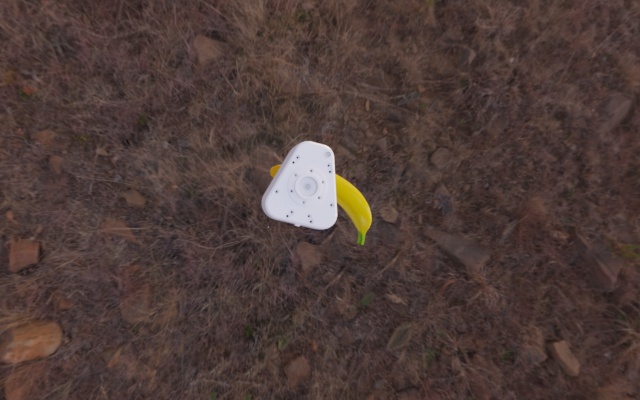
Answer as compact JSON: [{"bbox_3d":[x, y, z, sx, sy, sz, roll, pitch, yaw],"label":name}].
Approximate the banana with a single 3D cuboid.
[{"bbox_3d":[0.014,-0.010,0.768,0.198,0.069,0.037,39,-2,-9],"label":"banana"}]
